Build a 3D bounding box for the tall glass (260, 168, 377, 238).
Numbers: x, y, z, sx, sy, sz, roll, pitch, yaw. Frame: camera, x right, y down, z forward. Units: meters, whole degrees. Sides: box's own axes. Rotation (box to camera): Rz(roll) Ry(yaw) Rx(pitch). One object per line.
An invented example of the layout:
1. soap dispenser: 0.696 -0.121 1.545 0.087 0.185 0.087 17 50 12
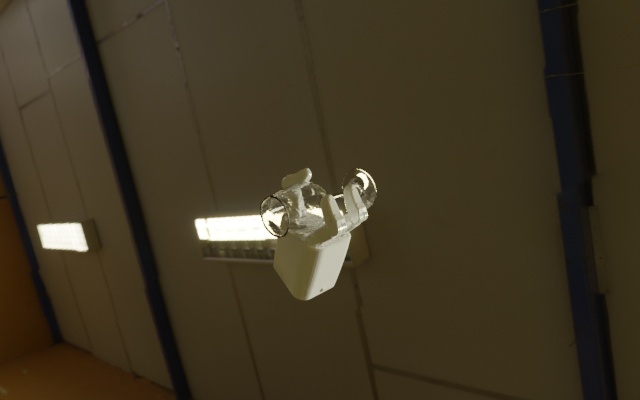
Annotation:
1. tall glass: 0.001 0.002 0.754 0.079 0.079 0.201 0 12 43
